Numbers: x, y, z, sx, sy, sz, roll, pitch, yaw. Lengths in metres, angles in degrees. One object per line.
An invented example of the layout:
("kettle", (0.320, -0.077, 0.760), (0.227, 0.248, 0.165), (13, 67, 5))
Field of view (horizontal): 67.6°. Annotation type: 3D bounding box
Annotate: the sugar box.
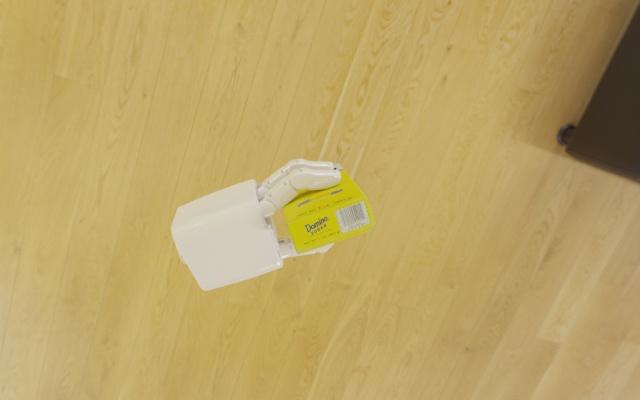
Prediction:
("sugar box", (0.000, 0.002, 0.593), (0.093, 0.048, 0.176), (-18, 20, -3))
